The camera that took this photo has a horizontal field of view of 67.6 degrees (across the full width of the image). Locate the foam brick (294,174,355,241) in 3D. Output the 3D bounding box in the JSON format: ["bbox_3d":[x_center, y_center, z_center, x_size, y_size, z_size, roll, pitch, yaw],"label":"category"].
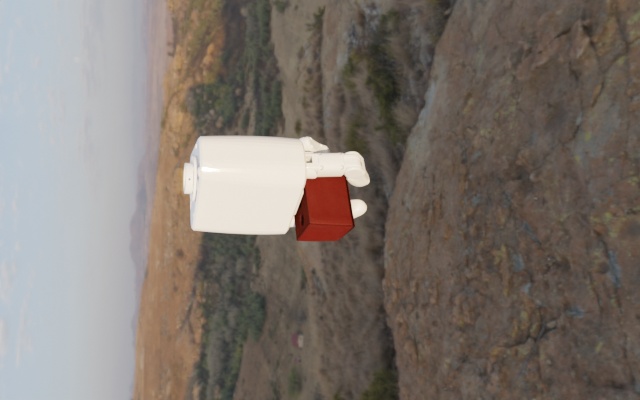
[{"bbox_3d":[0.000,0.002,0.528,0.051,0.078,0.053,1,-25,-21],"label":"foam brick"}]
